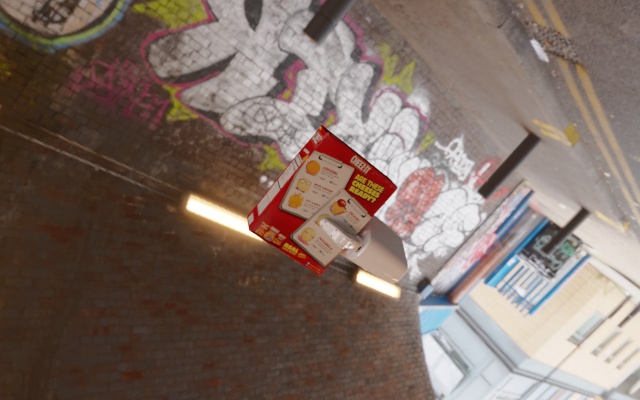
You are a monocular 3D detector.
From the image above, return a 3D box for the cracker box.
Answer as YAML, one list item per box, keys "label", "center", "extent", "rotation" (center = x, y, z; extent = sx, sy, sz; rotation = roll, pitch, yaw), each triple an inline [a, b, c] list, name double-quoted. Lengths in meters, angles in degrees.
- label: "cracker box"
  center: [0.000, 0.003, 0.833]
  extent: [0.164, 0.214, 0.072]
  rotation: [35, 12, -23]
